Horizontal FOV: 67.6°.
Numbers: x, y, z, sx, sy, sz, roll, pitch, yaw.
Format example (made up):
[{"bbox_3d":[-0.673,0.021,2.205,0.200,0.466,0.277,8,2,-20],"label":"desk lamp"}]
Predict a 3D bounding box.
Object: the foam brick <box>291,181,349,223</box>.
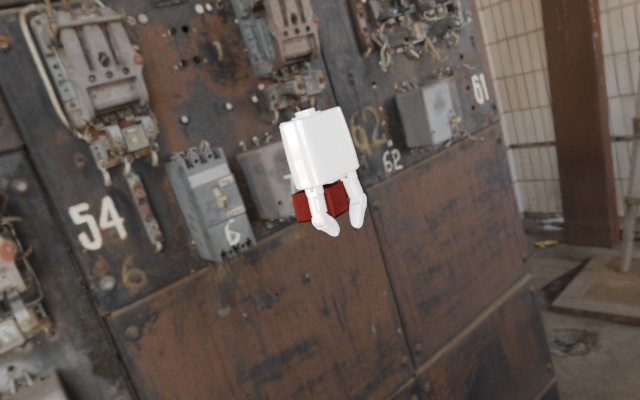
[{"bbox_3d":[0.000,0.003,0.799,0.078,0.051,0.053,-10,11,32],"label":"foam brick"}]
